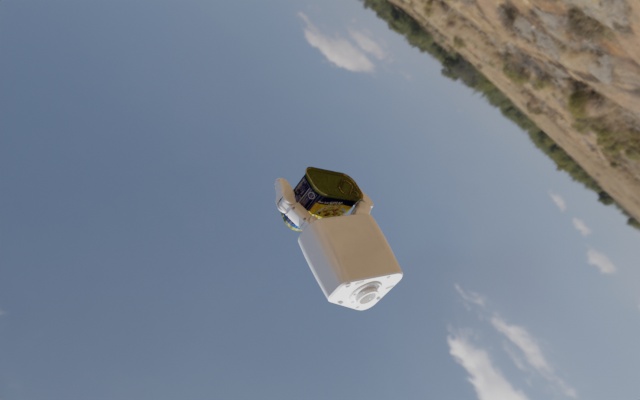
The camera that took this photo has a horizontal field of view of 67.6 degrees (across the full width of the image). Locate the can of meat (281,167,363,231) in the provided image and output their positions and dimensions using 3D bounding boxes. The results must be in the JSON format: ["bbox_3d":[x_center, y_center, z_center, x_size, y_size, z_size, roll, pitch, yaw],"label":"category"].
[{"bbox_3d":[0.000,0.003,0.726,0.102,0.057,0.084,7,-48,-43],"label":"can of meat"}]
